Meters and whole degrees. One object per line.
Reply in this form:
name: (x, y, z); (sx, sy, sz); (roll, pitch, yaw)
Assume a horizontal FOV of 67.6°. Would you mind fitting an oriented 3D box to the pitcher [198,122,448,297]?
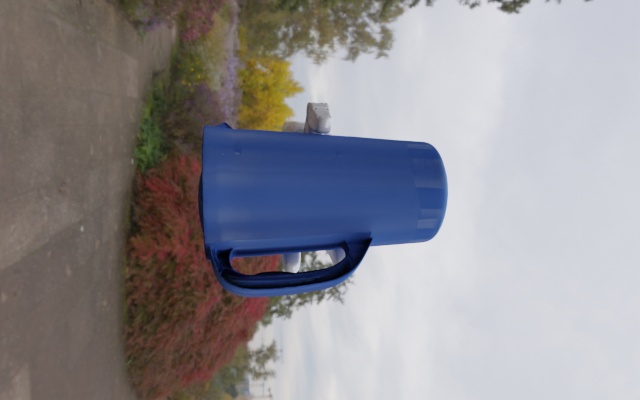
pitcher: (0.000, 0.001, 0.487); (0.243, 0.149, 0.145); (0, 14, -10)
